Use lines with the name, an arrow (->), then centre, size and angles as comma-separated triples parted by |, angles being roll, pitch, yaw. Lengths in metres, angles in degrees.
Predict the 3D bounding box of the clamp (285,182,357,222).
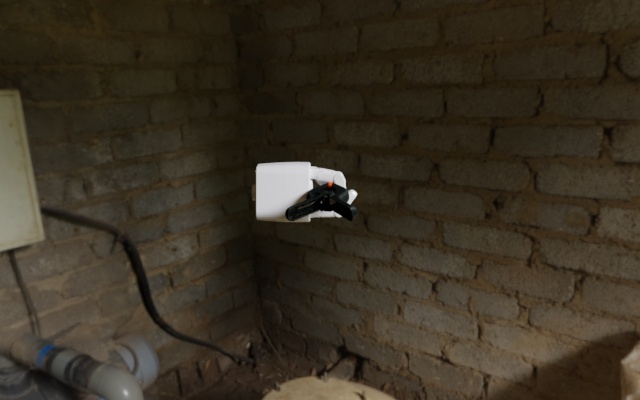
clamp -> 0.000, 0.002, 0.858 | 0.120, 0.039, 0.171 | 2, 15, -1
